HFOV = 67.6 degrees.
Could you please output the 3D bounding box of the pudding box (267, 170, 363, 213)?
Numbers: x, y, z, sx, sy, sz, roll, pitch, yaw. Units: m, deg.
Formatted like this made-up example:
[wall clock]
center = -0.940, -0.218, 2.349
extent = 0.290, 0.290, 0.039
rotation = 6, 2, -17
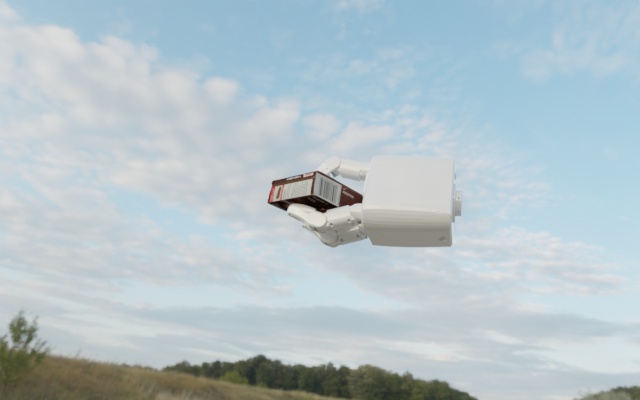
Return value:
[pudding box]
center = 0.000, 0.002, 0.647
extent = 0.090, 0.039, 0.113
rotation = -11, -30, 44
